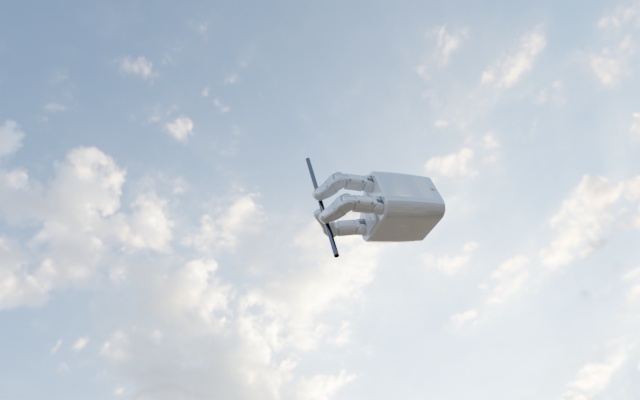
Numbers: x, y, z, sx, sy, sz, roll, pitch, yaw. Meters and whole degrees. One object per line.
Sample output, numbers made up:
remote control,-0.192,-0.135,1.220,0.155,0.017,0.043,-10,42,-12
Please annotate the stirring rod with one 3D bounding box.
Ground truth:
stirring rod,0.000,0.003,0.769,0.011,0.011,0.239,0,40,-14
